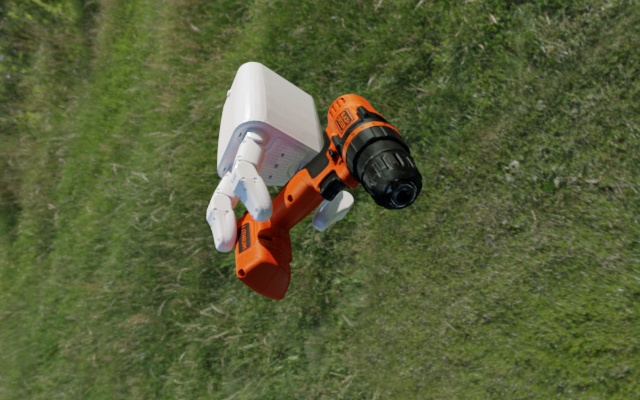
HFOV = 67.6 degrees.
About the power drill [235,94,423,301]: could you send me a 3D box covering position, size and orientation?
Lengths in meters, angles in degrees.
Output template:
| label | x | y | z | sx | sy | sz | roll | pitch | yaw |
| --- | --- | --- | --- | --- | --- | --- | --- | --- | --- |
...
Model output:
| label | x | y | z | sx | sy | sz | roll | pitch | yaw |
| --- | --- | --- | --- | --- | --- | --- | --- | --- | --- |
| power drill | 0.000 | 0.002 | 0.432 | 0.057 | 0.188 | 0.184 | 37 | 17 | -24 |
